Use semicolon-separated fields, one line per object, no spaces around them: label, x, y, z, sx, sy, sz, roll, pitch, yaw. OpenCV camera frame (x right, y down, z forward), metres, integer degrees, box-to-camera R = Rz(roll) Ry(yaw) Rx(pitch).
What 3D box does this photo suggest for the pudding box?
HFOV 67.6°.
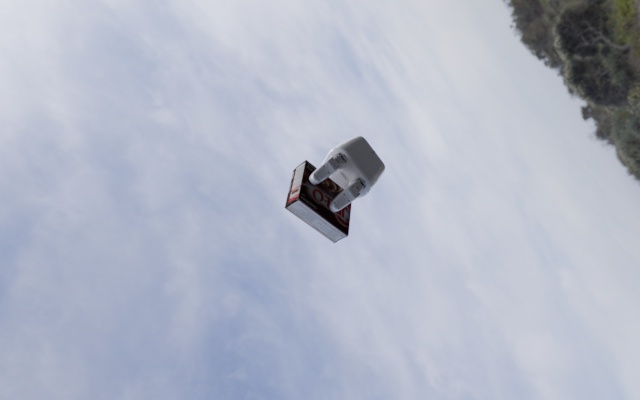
pudding box;0.000;0.003;0.775;0.113;0.090;0.039;35;-50;-25
